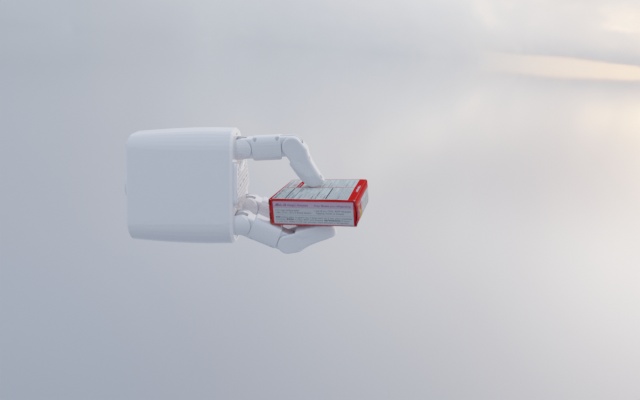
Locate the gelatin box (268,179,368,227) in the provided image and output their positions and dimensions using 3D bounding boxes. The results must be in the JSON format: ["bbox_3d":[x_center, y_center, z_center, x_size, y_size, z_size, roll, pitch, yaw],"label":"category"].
[{"bbox_3d":[0.000,0.001,0.489,0.089,0.030,0.073,0,18,15],"label":"gelatin box"}]
